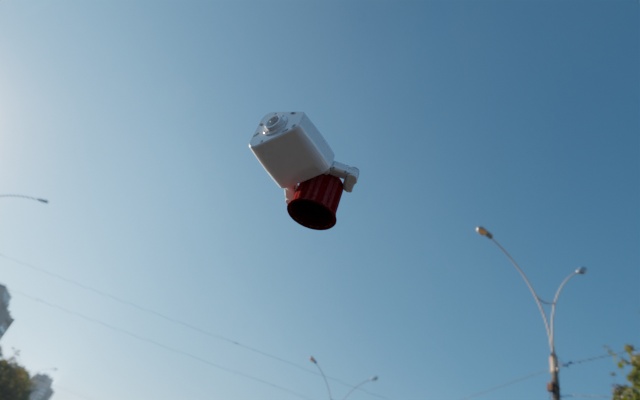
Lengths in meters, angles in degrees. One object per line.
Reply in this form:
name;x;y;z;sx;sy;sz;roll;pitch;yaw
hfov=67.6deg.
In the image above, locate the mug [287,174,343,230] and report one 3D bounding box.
mug;0.001;0.004;0.884;0.093;0.081;0.117;-6;-43;32
